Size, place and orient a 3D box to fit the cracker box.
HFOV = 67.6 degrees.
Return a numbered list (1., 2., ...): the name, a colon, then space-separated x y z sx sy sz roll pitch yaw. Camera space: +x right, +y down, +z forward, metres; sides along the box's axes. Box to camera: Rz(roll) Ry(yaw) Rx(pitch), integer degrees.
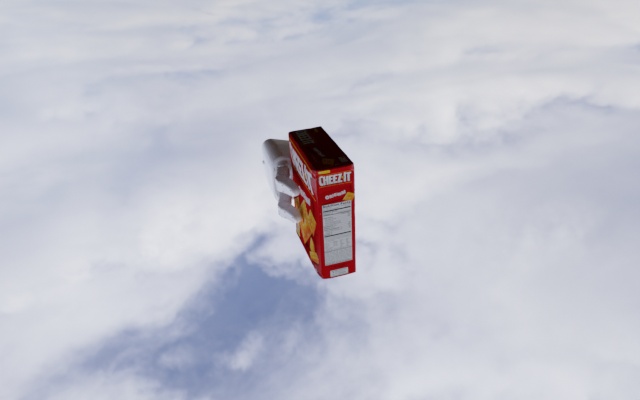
1. cracker box: 0.000 0.003 0.826 0.072 0.214 0.164 -12 32 -14
